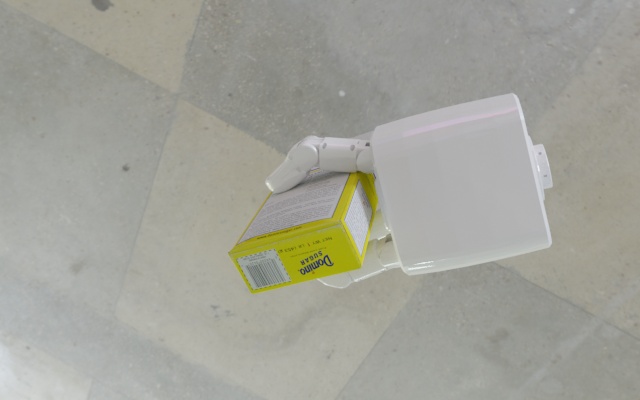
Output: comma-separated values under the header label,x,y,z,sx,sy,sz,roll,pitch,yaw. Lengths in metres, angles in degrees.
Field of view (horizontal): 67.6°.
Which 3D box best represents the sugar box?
label,x,y,z,sx,sy,sz,roll,pitch,yaw
sugar box,0.000,0.002,0.404,0.093,0.048,0.176,-16,20,23
